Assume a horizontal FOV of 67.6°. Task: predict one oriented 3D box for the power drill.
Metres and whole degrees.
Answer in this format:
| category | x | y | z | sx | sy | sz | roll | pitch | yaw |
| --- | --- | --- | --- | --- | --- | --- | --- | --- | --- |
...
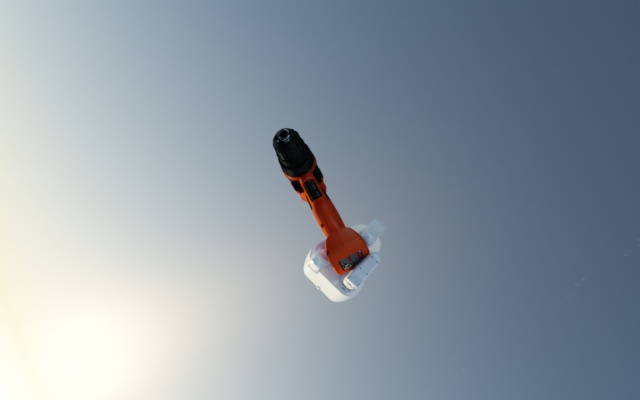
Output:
| category | x | y | z | sx | sy | sz | roll | pitch | yaw |
| --- | --- | --- | --- | --- | --- | --- | --- | --- | --- |
| power drill | 0.000 | 0.003 | 0.682 | 0.057 | 0.187 | 0.184 | -28 | -28 | 2 |
